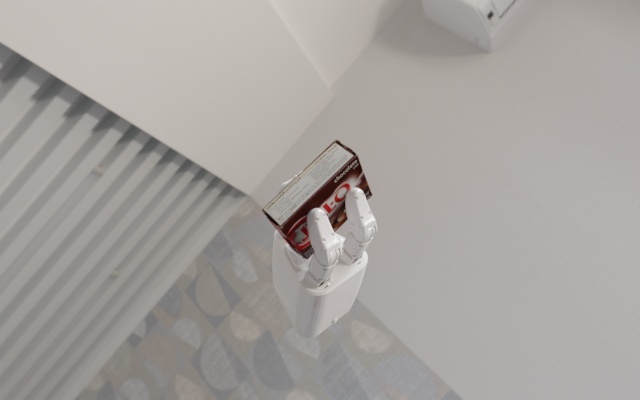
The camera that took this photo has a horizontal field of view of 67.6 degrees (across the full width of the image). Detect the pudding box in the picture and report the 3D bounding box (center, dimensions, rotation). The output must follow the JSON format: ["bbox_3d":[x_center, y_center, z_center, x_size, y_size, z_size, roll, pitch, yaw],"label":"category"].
[{"bbox_3d":[0.000,0.002,0.524,0.039,0.113,0.090,39,-11,29],"label":"pudding box"}]
